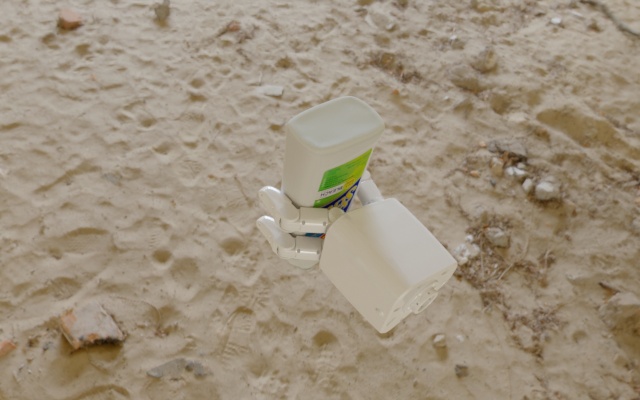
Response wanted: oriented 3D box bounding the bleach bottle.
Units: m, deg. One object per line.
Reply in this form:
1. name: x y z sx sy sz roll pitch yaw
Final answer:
1. bleach bottle: 0.000 0.002 0.571 0.102 0.068 0.251 -26 -31 -27
